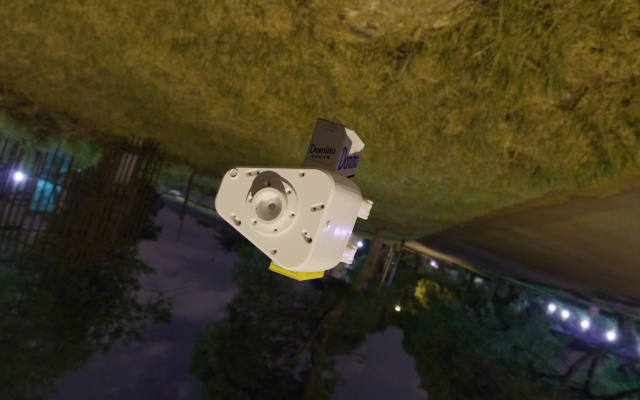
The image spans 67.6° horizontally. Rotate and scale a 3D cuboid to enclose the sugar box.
[{"bbox_3d":[0.001,0.002,0.559,0.048,0.176,0.093,20,1,17],"label":"sugar box"}]
